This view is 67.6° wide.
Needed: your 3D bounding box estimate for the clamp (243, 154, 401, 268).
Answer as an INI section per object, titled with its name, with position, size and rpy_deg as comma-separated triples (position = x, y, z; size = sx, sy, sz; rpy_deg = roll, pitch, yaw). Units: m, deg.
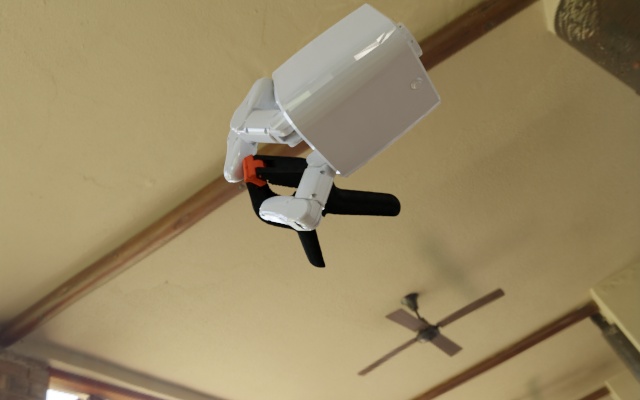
[clamp]
position = 0.000, 0.001, 0.466
size = 0.120, 0.039, 0.171
rpy_deg = -36, -43, 11
